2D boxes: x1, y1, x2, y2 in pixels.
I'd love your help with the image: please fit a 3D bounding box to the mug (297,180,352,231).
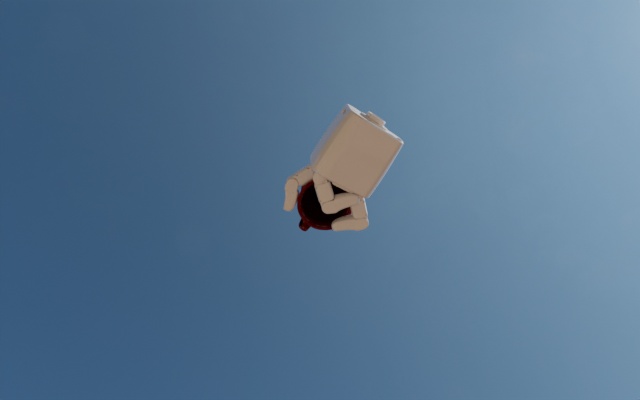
[{"bbox_3d":[-0.001,0.004,0.827,0.093,0.117,0.081,31,16,-12],"label":"mug"}]
